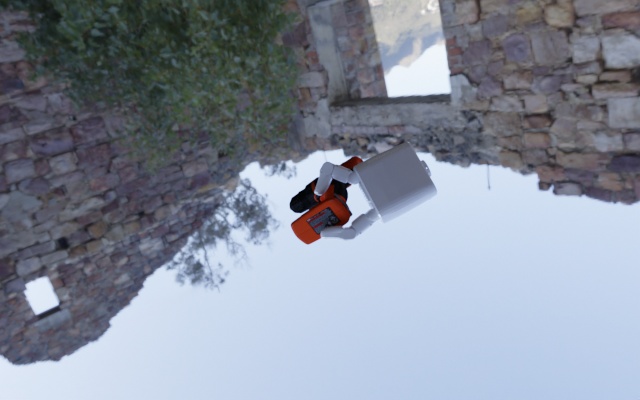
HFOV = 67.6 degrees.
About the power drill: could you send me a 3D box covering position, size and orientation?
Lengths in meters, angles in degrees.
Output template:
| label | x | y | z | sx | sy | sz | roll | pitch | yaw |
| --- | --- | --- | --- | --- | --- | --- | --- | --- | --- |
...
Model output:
| label | x | y | z | sx | sy | sz | roll | pitch | yaw |
| --- | --- | --- | --- | --- | --- | --- | --- | --- | --- |
| power drill | 0.000 | 0.003 | 0.897 | 0.184 | 0.057 | 0.187 | -34 | 19 | 24 |
